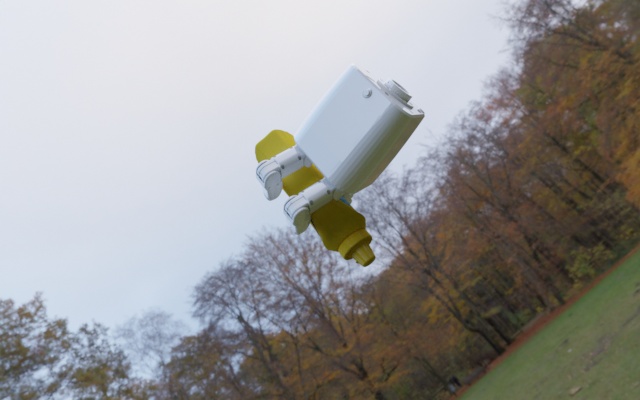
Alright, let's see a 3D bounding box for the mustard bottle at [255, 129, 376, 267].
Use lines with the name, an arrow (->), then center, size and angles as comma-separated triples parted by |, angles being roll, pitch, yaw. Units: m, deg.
mustard bottle -> 0.000, 0.002, 0.572 | 0.058, 0.191, 0.096 | -40, -24, 0
